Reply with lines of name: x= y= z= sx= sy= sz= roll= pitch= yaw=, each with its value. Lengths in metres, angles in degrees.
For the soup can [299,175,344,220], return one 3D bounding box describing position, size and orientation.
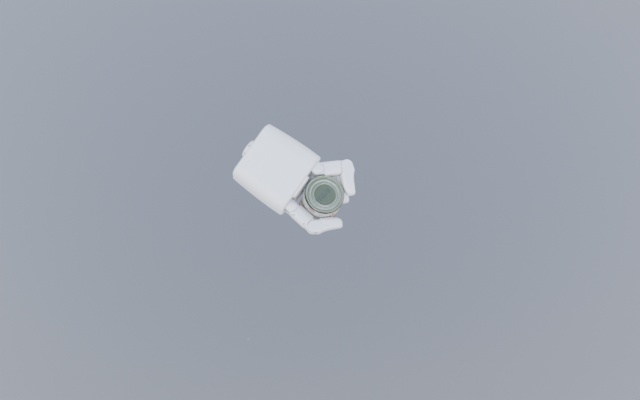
soup can: x=0.000 y=0.003 z=0.824 sx=0.068 sy=0.068 sz=0.102 roll=0 pitch=-16 yaw=-8
